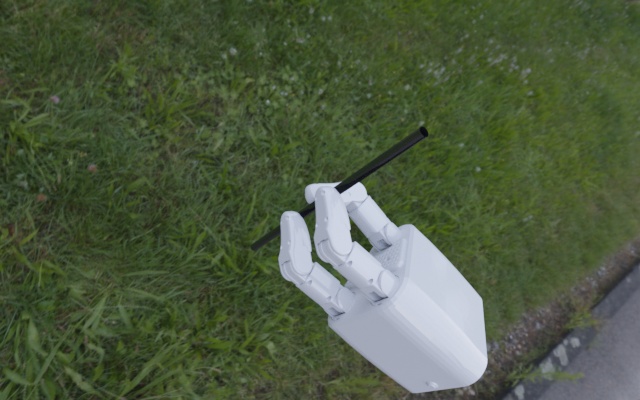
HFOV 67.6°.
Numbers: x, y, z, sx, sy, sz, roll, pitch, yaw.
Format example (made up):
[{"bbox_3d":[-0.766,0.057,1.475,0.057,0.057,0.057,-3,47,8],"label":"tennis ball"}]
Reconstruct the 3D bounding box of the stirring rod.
[{"bbox_3d":[0.000,0.001,0.402,0.011,0.011,0.240,0,-23,-38],"label":"stirring rod"}]
